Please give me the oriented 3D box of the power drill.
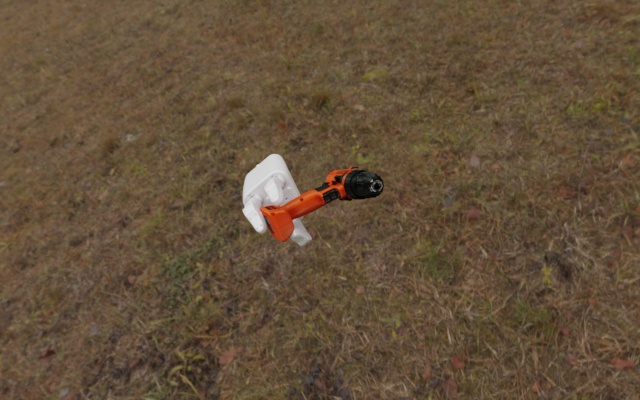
[{"bbox_3d":[0.000,0.003,0.802,0.187,0.057,0.184,-26,10,-15],"label":"power drill"}]
